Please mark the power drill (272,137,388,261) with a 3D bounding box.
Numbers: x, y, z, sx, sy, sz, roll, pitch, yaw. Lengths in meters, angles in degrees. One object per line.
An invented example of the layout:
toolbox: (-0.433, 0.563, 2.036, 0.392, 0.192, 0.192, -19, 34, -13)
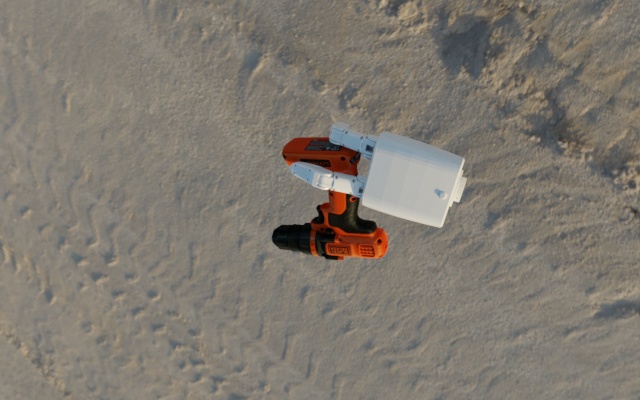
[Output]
power drill: (0.000, 0.002, 0.692, 0.184, 0.188, 0.057, 1, 34, 19)
